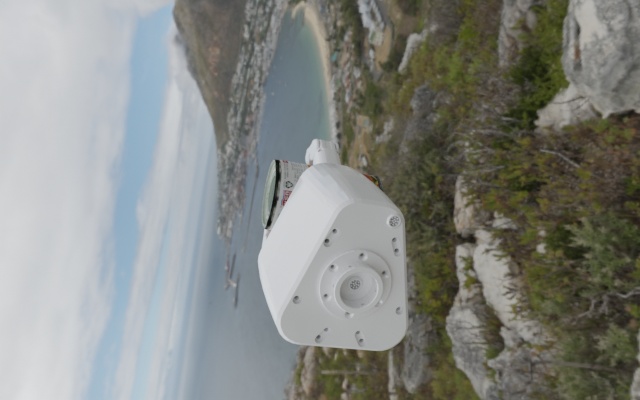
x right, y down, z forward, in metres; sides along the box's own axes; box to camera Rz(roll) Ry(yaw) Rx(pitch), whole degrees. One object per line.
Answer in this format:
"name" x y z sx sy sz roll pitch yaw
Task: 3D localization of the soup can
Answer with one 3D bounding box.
"soup can" 0.000 0.001 0.457 0.102 0.068 0.068 9 -2 -14
